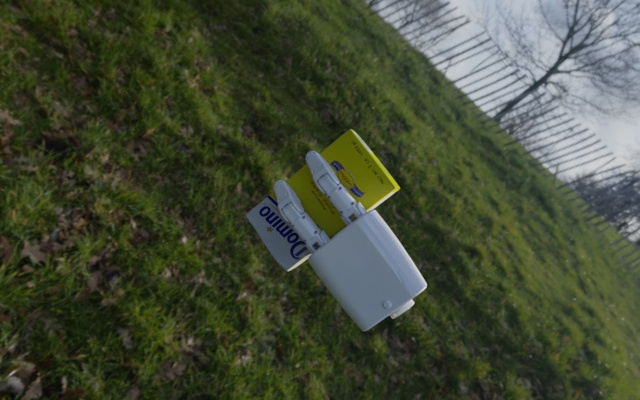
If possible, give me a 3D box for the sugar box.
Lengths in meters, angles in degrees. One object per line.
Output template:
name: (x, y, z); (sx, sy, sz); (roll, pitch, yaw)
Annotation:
sugar box: (0.000, 0.002, 0.597); (0.176, 0.093, 0.048); (-39, -10, 13)
